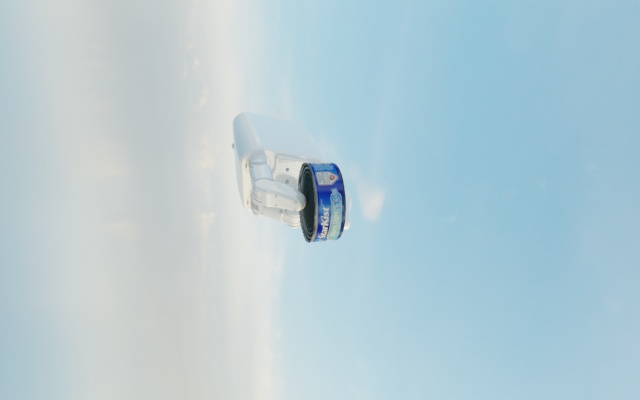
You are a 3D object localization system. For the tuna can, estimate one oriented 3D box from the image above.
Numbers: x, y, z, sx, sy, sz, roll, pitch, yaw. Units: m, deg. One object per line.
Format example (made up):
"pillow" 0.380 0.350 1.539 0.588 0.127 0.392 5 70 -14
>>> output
"tuna can" 0.001 0.002 0.513 0.034 0.086 0.086 -3 1 -14
